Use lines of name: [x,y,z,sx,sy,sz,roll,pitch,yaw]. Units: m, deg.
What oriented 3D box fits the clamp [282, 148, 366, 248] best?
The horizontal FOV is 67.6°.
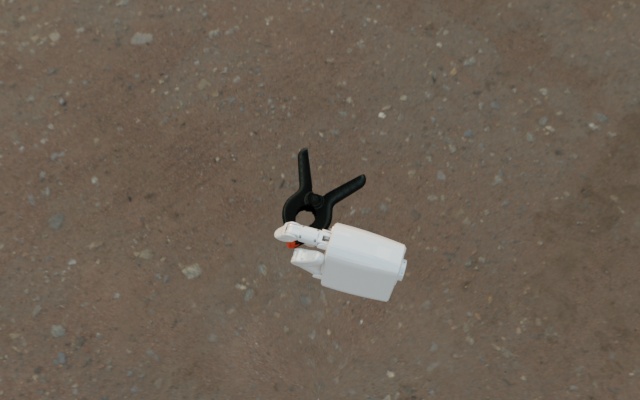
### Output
clamp: [0.000,0.002,0.763,0.120,0.171,0.039,15,-22,7]
